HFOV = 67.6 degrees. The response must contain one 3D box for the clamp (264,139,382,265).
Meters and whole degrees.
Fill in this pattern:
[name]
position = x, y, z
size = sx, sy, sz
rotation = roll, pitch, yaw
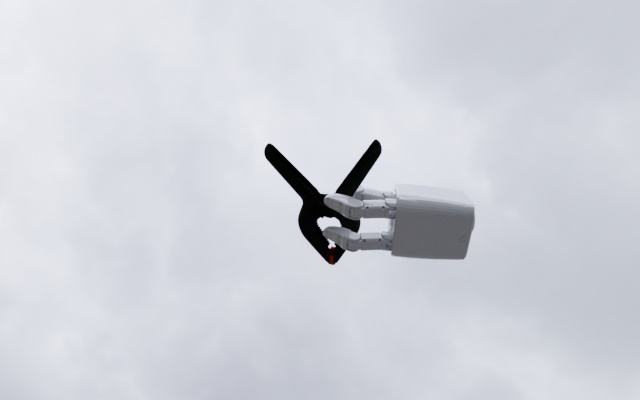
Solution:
[clamp]
position = 0.000, 0.002, 0.707
size = 0.164, 0.210, 0.036
rotation = 5, 31, 6
